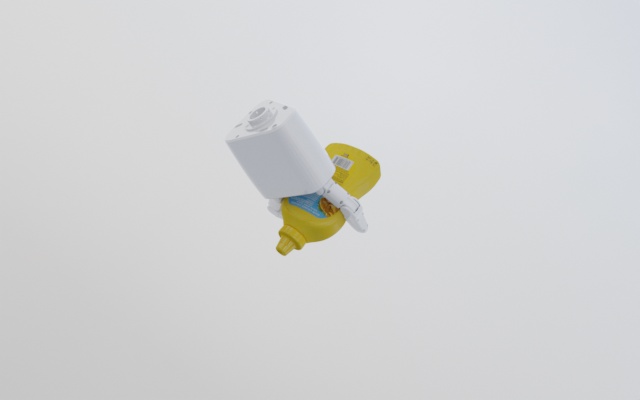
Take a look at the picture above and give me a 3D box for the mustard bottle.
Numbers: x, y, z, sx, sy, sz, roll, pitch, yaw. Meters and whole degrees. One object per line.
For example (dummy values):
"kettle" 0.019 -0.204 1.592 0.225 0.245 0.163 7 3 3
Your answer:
"mustard bottle" 0.000 0.002 0.688 0.096 0.191 0.058 26 -28 26
